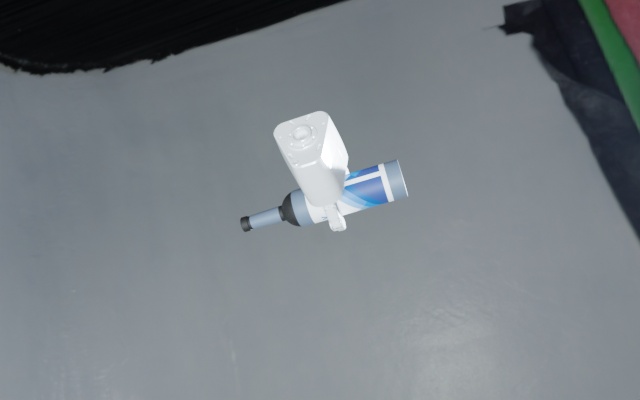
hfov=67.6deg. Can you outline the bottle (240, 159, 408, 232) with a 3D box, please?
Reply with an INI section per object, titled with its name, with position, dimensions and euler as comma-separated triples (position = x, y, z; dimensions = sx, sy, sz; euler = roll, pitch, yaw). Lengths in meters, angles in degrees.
[bottle]
position = 0.000, 0.003, 0.835
dimensions = 0.296, 0.069, 0.069
euler = -16, -3, 9
